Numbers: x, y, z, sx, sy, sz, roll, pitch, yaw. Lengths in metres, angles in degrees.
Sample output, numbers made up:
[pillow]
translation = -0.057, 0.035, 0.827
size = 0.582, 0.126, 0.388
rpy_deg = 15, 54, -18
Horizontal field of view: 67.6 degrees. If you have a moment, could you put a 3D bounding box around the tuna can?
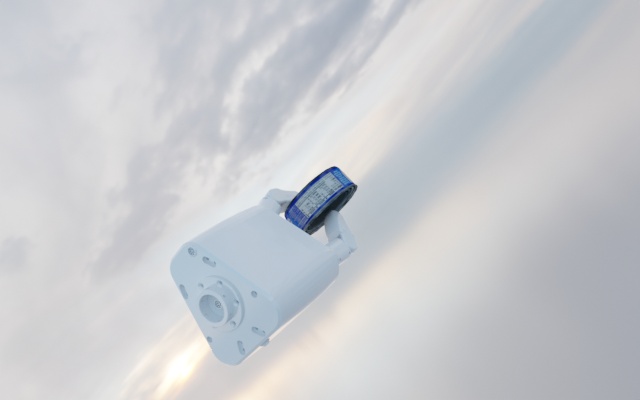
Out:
[tuna can]
translation = 0.000, 0.001, 0.539
size = 0.086, 0.033, 0.086
rpy_deg = -42, -11, -10
